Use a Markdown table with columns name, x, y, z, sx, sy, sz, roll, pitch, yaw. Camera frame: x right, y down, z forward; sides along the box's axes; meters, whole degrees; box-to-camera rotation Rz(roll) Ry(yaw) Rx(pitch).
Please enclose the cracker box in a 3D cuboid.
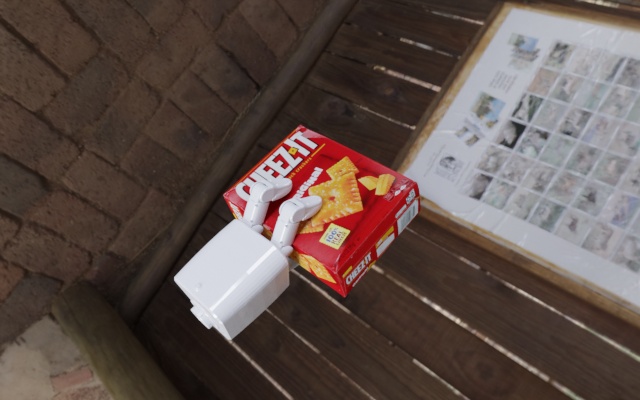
| name | x | y | z | sx | sy | sz | roll | pitch | yaw |
| --- | --- | --- | --- | --- | --- | --- | --- | --- | --- |
| cracker box | 0.000 | 0.002 | 0.645 | 0.213 | 0.164 | 0.072 | 31 | -25 | 32 |
